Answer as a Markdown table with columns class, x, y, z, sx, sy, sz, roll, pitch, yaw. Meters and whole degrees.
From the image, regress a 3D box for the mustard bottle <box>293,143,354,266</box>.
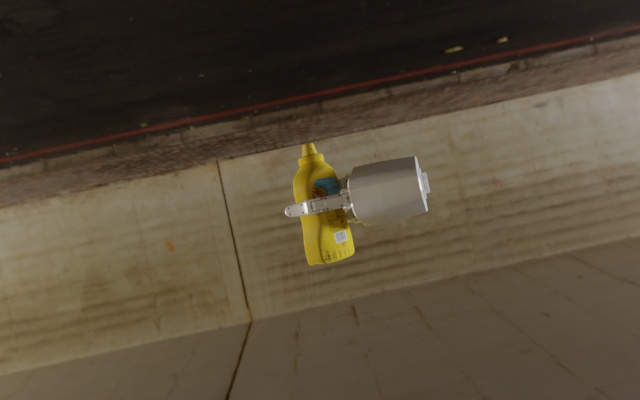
| class | x | y | z | sx | sy | sz | roll | pitch | yaw |
| --- | --- | --- | --- | --- | --- | --- | --- | --- | --- |
| mustard bottle | 0.000 | 0.003 | 0.769 | 0.058 | 0.191 | 0.096 | -13 | -1 | 38 |
